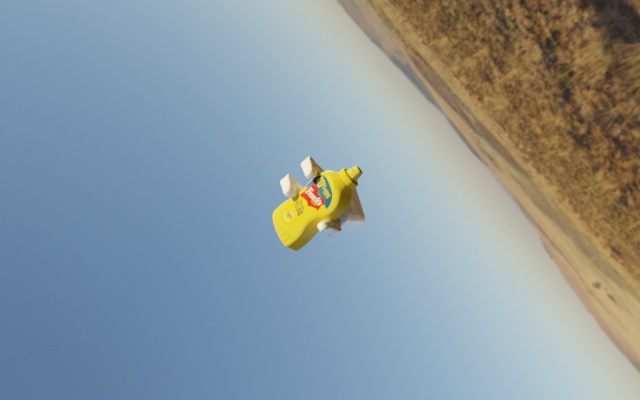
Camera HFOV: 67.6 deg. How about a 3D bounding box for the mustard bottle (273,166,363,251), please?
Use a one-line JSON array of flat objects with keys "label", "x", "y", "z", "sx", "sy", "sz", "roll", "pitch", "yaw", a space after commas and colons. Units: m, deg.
[{"label": "mustard bottle", "x": 0.000, "y": 0.003, "z": 0.881, "sx": 0.192, "sy": 0.096, "sz": 0.058, "roll": -39, "pitch": -44, "yaw": 17}]
